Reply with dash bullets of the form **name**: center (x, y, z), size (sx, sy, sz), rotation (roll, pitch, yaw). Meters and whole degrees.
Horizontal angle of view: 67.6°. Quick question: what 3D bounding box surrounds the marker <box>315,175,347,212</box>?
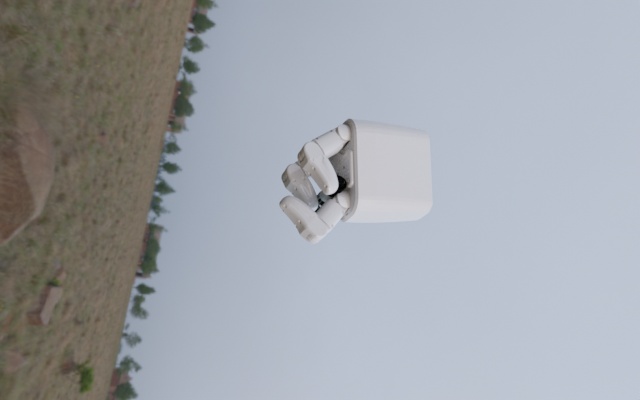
- **marker**: center (0.000, 0.002, 0.566), size (0.020, 0.020, 0.121), rotation (0, -23, -24)
